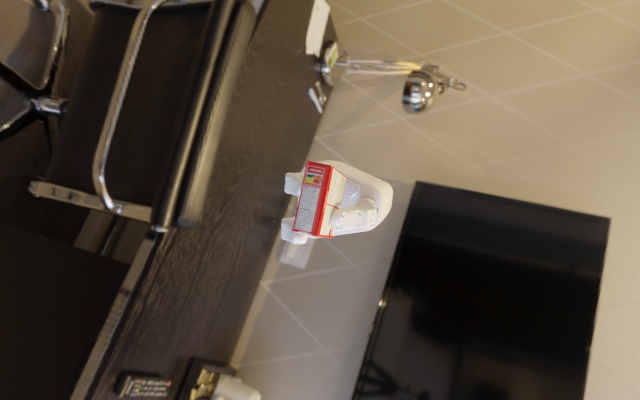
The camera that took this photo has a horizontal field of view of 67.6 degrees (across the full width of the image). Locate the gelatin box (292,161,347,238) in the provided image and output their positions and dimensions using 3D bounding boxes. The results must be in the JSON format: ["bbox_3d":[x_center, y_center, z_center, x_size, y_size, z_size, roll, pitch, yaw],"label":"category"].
[{"bbox_3d":[0.000,0.002,0.512,0.030,0.073,0.089,12,-2,13],"label":"gelatin box"}]
